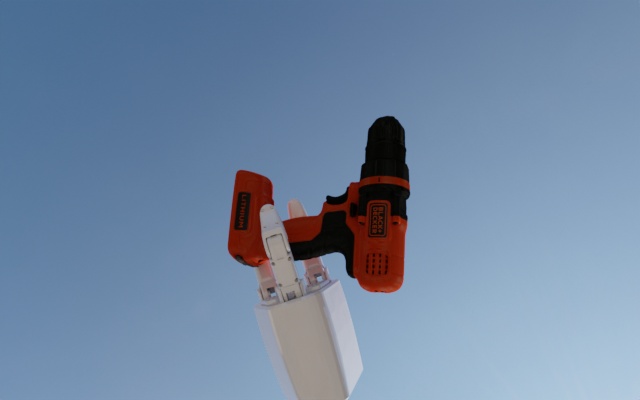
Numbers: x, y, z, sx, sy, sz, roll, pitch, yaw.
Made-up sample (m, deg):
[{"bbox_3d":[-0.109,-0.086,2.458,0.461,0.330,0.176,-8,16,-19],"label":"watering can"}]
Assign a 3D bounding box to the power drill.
[{"bbox_3d":[0.000,0.002,0.505,0.187,0.184,0.057,-2,-18,20],"label":"power drill"}]
